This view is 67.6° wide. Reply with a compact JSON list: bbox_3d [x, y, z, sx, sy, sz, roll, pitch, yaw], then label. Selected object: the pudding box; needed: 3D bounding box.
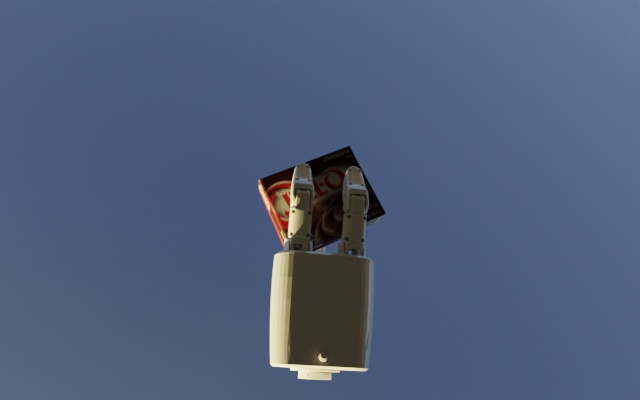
[{"bbox_3d":[0.000,0.002,0.522,0.113,0.090,0.039,-22,-16,-16],"label":"pudding box"}]
